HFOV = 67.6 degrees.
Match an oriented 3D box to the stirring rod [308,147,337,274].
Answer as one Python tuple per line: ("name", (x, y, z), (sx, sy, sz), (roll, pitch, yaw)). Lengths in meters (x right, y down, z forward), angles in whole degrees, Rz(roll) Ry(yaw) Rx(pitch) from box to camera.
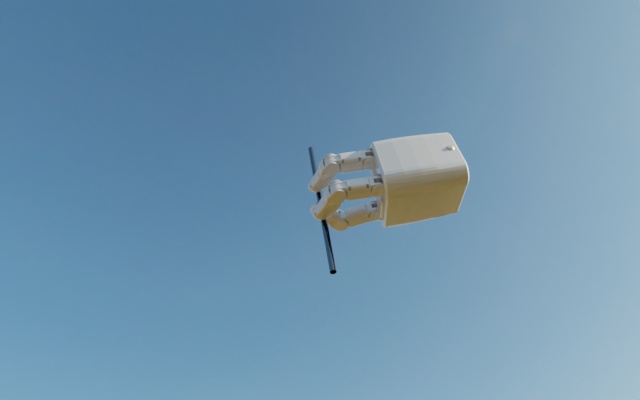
("stirring rod", (0.000, 0.002, 0.640), (0.011, 0.011, 0.239), (0, 42, -10))
